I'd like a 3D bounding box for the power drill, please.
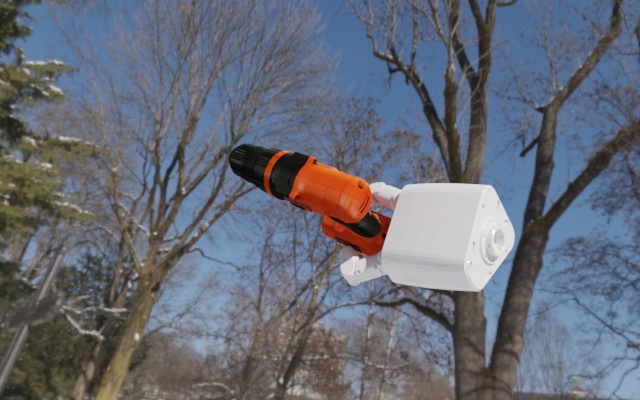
[{"bbox_3d":[0.001,0.002,0.563,0.184,0.057,0.188,23,-8,34],"label":"power drill"}]
